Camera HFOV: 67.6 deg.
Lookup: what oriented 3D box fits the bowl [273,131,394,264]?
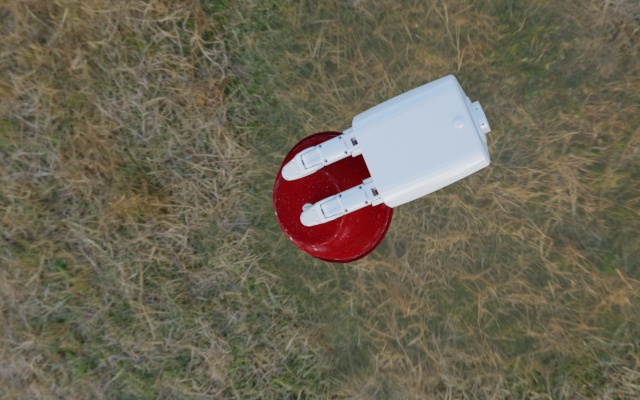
[{"bbox_3d":[-0.001,0.003,0.555,0.162,0.162,0.055,0,10,31],"label":"bowl"}]
